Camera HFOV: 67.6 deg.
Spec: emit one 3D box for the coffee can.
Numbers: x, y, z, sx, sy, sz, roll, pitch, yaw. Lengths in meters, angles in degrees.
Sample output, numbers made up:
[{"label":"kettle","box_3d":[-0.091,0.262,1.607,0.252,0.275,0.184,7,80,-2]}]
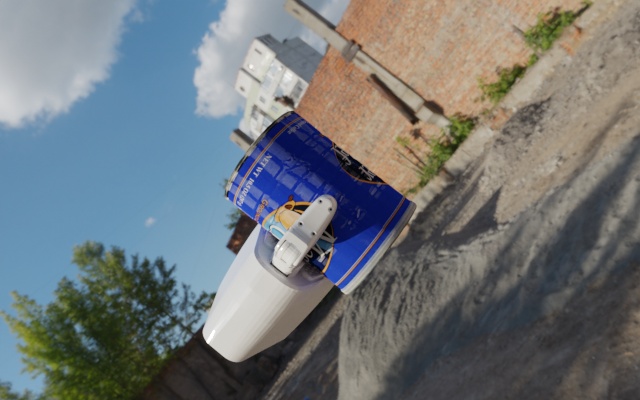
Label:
[{"label":"coffee can","box_3d":[0.000,0.001,0.434,0.140,0.103,0.103,38,3,4]}]
